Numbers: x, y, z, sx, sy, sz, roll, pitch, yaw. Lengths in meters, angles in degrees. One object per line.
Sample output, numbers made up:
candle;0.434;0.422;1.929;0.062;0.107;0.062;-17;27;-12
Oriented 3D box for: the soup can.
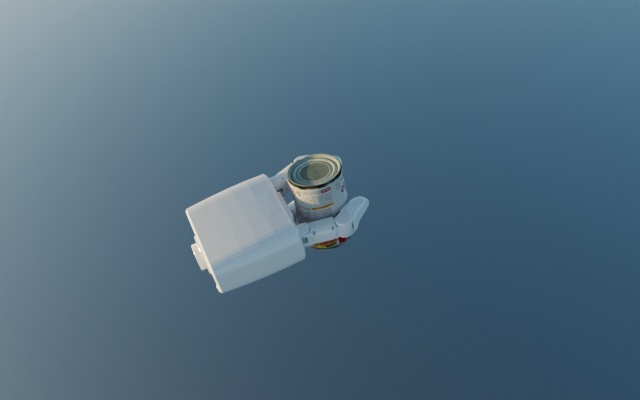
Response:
soup can;0.001;0.002;0.590;0.068;0.102;0.068;-7;39;6
